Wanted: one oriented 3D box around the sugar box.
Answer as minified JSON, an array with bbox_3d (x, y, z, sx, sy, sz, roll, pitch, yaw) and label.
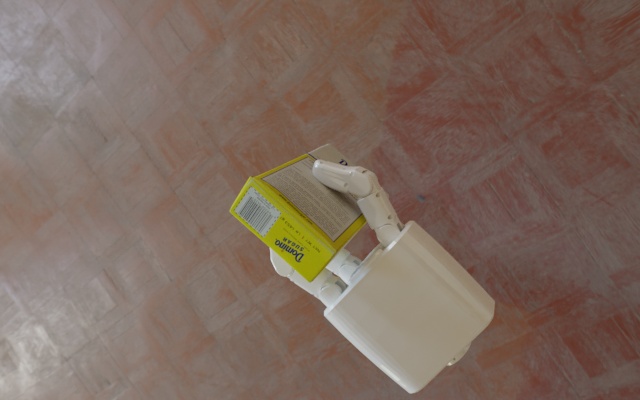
[{"bbox_3d":[0.000,0.002,0.457,0.093,0.048,0.176,42,24,7],"label":"sugar box"}]
